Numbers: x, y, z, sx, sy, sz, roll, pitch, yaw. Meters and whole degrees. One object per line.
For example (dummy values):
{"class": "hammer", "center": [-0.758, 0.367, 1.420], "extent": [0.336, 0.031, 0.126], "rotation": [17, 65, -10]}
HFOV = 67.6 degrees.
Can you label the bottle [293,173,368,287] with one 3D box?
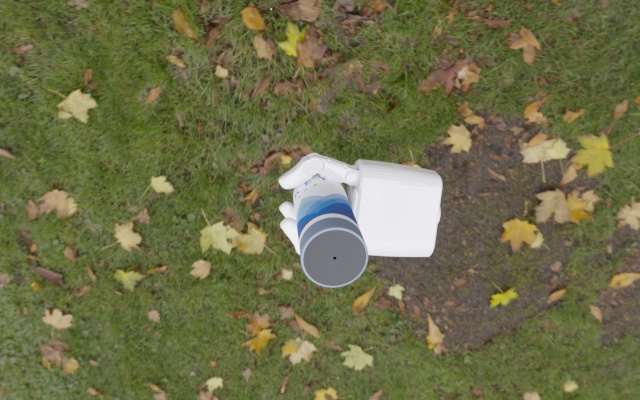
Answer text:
{"class": "bottle", "center": [0.000, 0.002, 0.599], "extent": [0.069, 0.069, 0.295], "rotation": [0, 22, -6]}
